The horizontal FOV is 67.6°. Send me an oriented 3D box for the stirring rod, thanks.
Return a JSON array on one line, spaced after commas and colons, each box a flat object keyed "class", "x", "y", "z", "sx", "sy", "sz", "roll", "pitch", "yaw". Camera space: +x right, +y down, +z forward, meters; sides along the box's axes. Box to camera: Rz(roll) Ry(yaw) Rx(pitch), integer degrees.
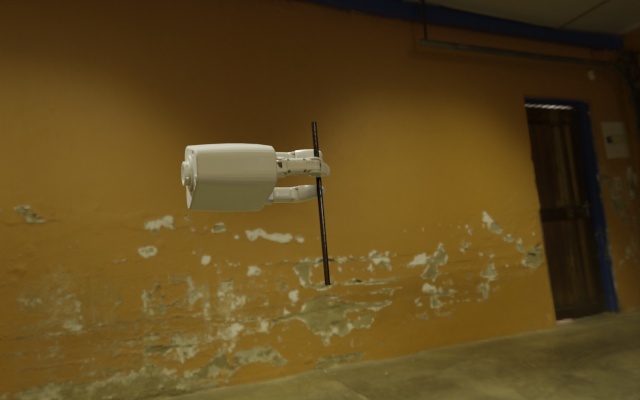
[{"class": "stirring rod", "x": 0.000, "y": 0.002, "z": 0.698, "sx": 0.011, "sy": 0.239, "sz": 0.011, "roll": -5, "pitch": -7, "yaw": -1}]
